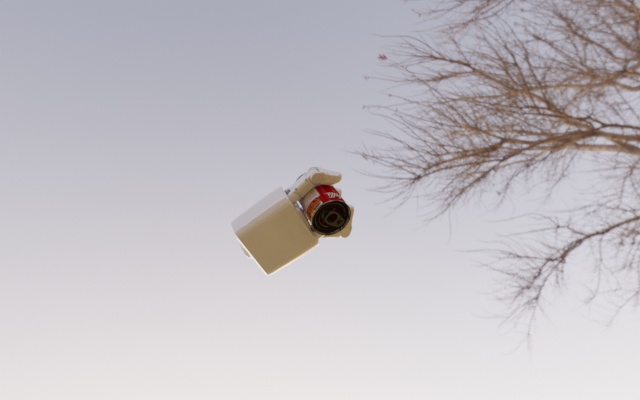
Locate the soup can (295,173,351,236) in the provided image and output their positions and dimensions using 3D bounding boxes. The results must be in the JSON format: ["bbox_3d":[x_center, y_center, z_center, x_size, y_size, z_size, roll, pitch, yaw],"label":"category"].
[{"bbox_3d":[0.000,0.002,0.800,0.068,0.068,0.102,0,32,-24],"label":"soup can"}]
